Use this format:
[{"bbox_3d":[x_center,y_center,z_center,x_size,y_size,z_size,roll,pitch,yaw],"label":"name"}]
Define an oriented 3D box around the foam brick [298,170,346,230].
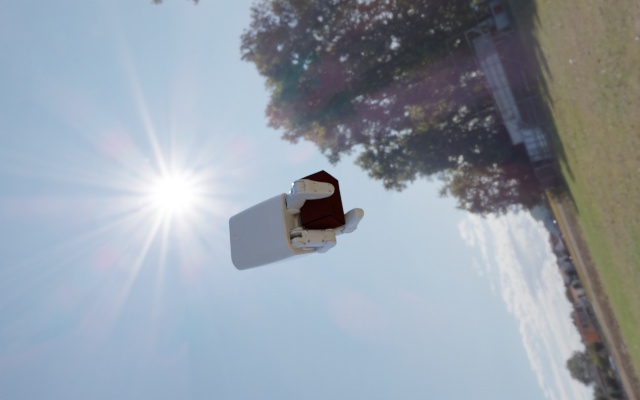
[{"bbox_3d":[0.000,0.002,0.728,0.051,0.078,0.053,-20,-28,23],"label":"foam brick"}]
